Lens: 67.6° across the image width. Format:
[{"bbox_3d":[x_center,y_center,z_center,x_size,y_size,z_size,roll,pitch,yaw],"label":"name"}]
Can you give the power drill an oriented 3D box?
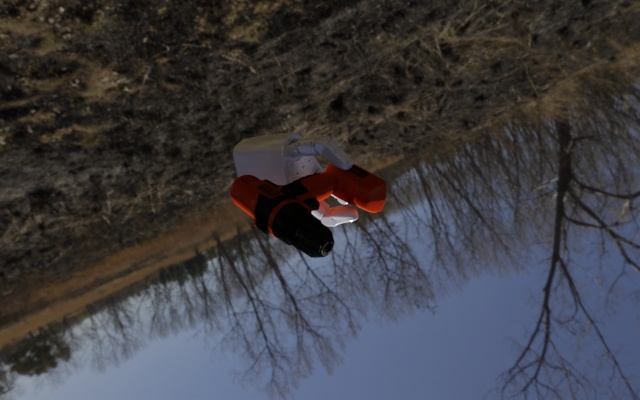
[{"bbox_3d":[0.000,0.002,0.639,0.187,0.057,0.184,-15,36,-39],"label":"power drill"}]
